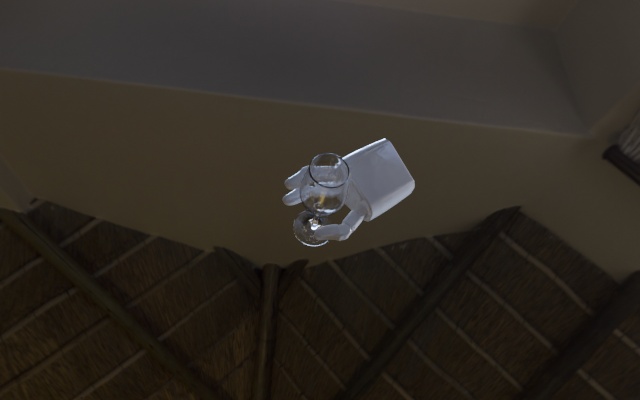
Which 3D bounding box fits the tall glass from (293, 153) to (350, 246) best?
[{"bbox_3d":[0.000,0.003,0.798,0.079,0.079,0.201,0,-29,-9],"label":"tall glass"}]
